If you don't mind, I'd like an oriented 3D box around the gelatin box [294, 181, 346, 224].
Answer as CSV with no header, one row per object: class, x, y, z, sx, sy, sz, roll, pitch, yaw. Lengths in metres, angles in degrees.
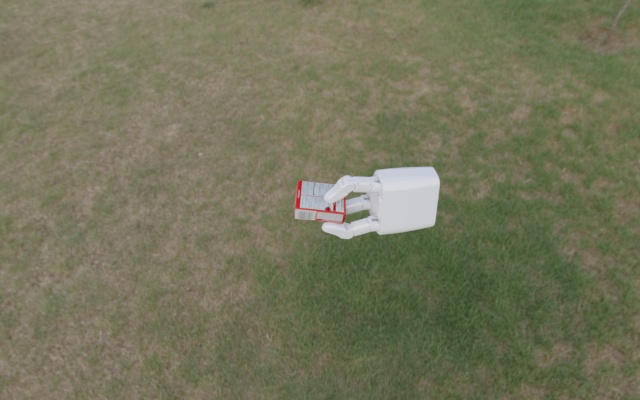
gelatin box,0.000,0.002,0.845,0.089,0.073,0.030,6,-45,-3
